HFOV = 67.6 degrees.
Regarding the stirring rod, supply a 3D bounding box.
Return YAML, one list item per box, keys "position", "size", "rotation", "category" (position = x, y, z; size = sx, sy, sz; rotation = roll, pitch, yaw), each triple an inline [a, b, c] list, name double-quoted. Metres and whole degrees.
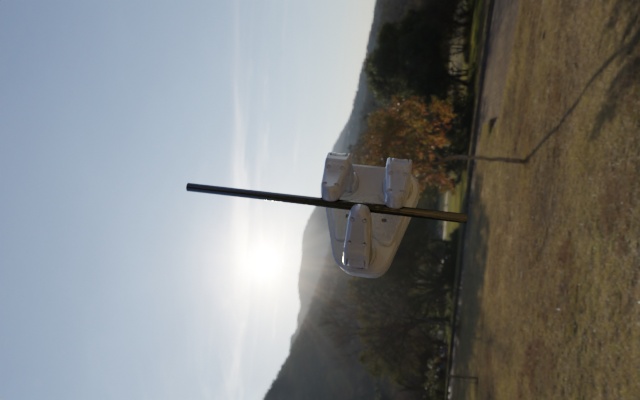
- position: [0.000, 0.001, 0.405]
  size: [0.239, 0.011, 0.011]
  rotation: [6, 1, 9]
  category: "stirring rod"
